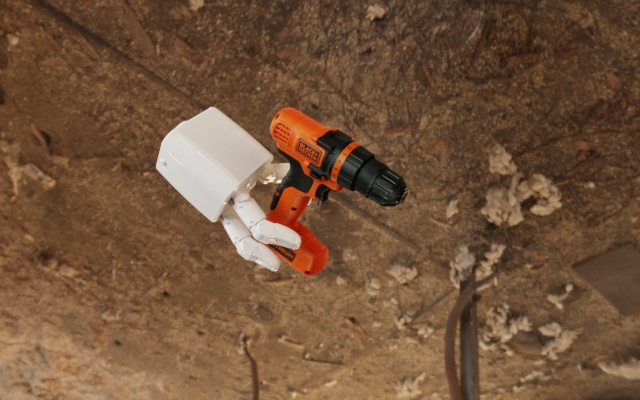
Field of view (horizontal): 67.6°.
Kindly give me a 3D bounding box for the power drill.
[{"bbox_3d":[0.000,0.002,0.593,0.184,0.188,0.057,35,34,20],"label":"power drill"}]
